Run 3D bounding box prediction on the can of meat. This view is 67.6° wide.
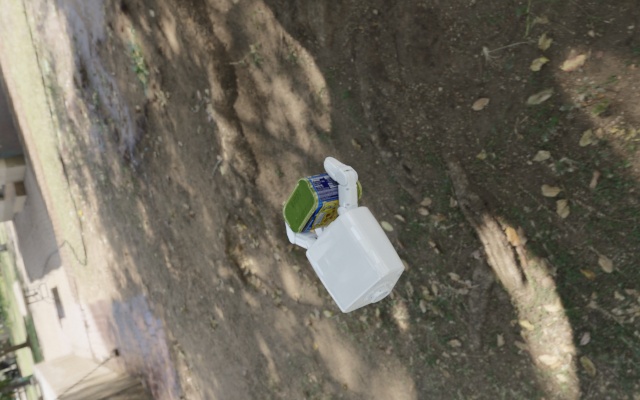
[{"bbox_3d":[0.000,0.002,0.720,0.084,0.057,0.102,-13,-29,-35],"label":"can of meat"}]
